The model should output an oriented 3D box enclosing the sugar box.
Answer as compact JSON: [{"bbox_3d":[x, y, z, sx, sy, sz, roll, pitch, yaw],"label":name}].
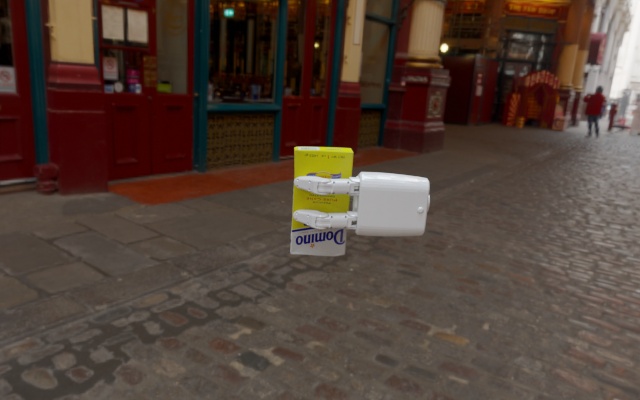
[{"bbox_3d":[0.000,0.003,0.776,0.093,0.176,0.048,2,14,-3],"label":"sugar box"}]
